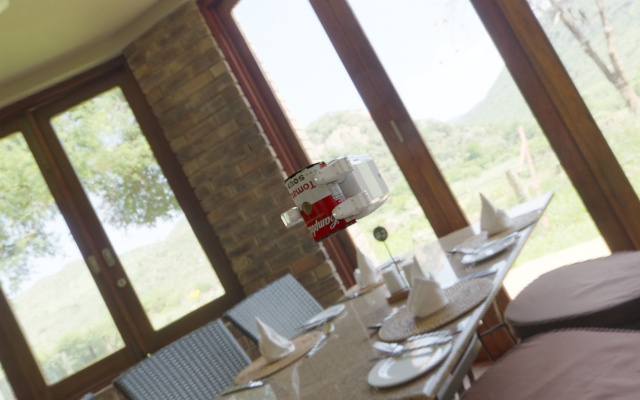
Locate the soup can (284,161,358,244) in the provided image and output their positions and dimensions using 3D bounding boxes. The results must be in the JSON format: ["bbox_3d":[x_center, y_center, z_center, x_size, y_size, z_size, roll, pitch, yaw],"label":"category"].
[{"bbox_3d":[0.000,0.002,0.687,0.068,0.102,0.068,-27,-3,-2],"label":"soup can"}]
